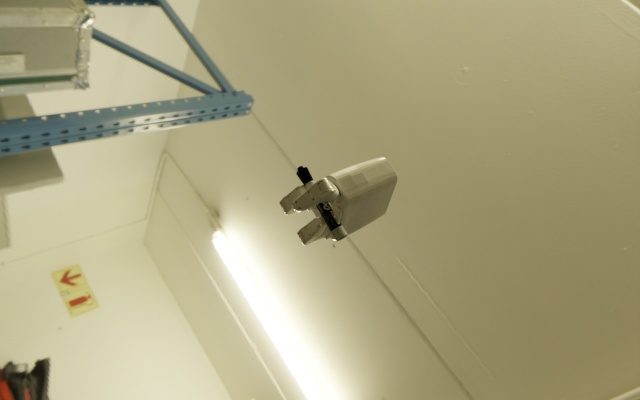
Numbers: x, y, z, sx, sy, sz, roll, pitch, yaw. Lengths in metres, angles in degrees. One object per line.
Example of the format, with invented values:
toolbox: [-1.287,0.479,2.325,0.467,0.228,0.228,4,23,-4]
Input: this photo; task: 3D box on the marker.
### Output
marker: [0.000,0.002,0.677,0.020,0.121,0.020,-29,-14,-8]
